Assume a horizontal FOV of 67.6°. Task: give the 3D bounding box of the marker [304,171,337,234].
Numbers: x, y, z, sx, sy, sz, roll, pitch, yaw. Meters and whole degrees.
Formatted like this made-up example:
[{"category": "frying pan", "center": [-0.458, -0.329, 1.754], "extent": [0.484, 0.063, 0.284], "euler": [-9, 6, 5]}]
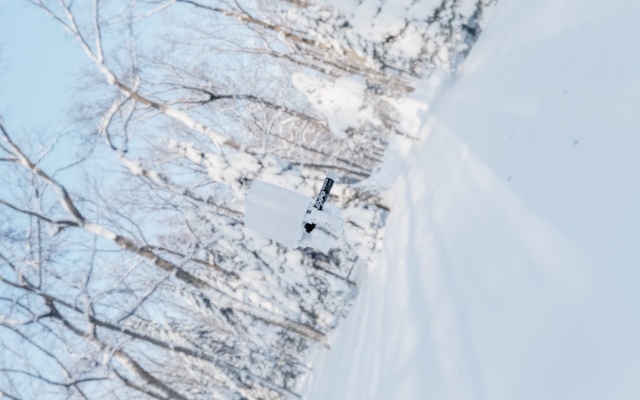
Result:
[{"category": "marker", "center": [0.000, 0.003, 0.843], "extent": [0.020, 0.121, 0.020], "euler": [20, -19, 8]}]
